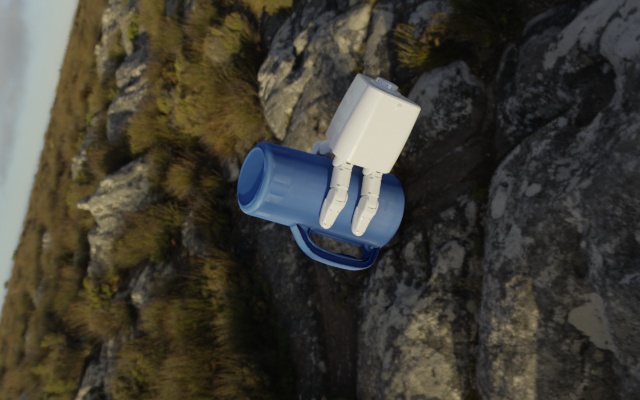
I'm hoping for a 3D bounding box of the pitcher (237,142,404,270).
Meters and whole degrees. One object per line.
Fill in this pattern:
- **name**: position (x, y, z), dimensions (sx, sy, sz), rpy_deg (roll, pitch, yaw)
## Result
- **pitcher**: position (0.000, 0.002, 0.738), dimensions (0.243, 0.145, 0.149), rpy_deg (15, 25, -31)
